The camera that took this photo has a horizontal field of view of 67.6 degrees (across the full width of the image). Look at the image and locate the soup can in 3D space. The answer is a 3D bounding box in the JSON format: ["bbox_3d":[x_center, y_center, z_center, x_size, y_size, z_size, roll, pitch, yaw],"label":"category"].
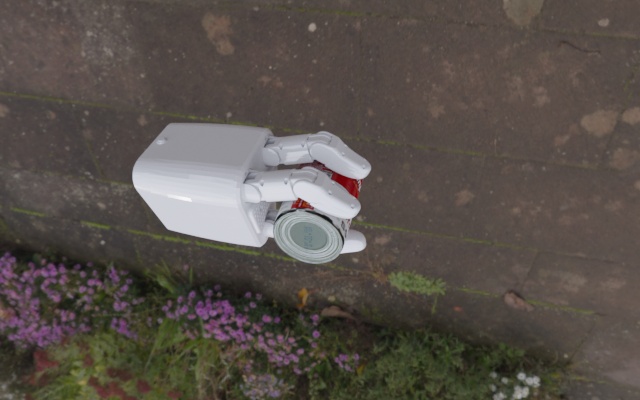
[{"bbox_3d":[0.000,0.002,0.461,0.068,0.069,0.102,0,40,18],"label":"soup can"}]
